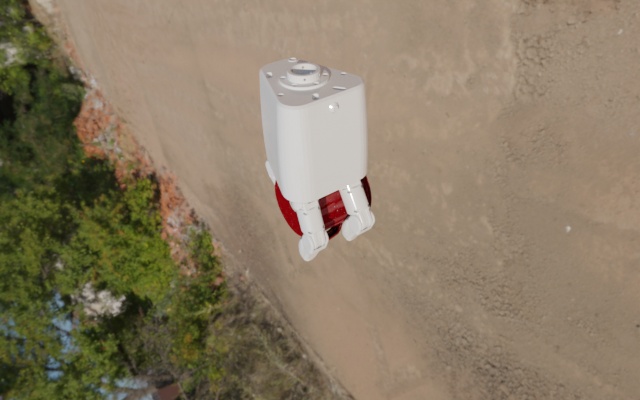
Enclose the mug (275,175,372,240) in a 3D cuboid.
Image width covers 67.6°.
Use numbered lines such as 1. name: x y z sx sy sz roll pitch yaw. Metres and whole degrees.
1. mug: 0.000 0.003 0.569 0.081 0.117 0.093 -25 43 -25
